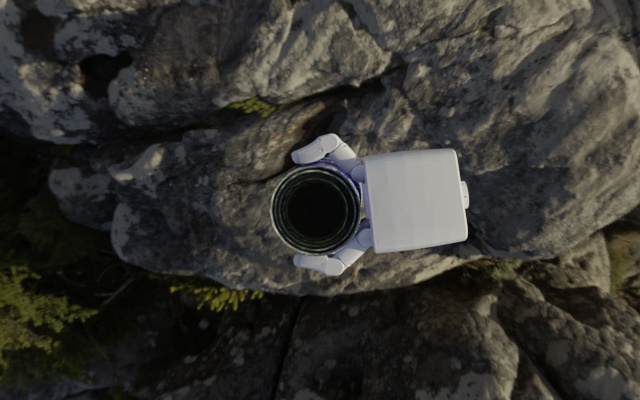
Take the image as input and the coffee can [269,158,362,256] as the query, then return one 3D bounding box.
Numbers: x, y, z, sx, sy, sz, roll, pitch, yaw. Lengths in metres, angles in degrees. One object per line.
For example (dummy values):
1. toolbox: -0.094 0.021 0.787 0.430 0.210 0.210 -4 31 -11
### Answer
1. coffee can: 0.000 0.002 0.592 0.103 0.103 0.140 0 8 5
